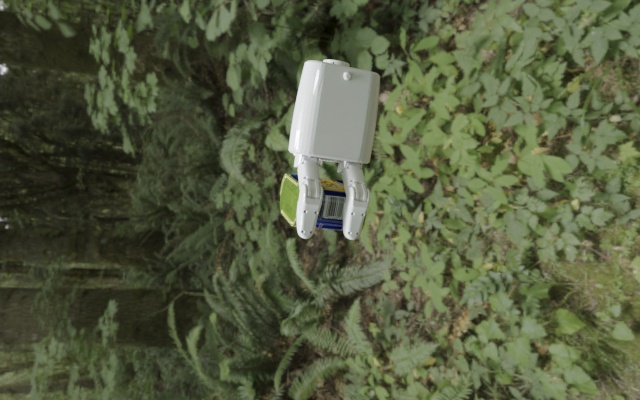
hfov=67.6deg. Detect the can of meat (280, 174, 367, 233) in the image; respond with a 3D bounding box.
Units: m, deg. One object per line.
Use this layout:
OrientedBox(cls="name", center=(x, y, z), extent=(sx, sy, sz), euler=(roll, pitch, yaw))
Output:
OrientedBox(cls="can of meat", center=(0.000, 0.002, 0.592), extent=(0.084, 0.057, 0.102), euler=(7, 11, -18))
